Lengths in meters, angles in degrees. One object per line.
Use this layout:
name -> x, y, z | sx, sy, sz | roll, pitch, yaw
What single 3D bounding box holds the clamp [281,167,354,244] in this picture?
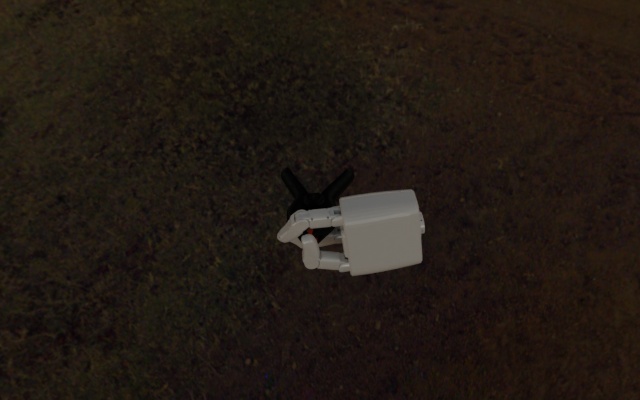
clamp -> 0.000, 0.002, 0.742 | 0.120, 0.171, 0.039 | -9, -45, 2
